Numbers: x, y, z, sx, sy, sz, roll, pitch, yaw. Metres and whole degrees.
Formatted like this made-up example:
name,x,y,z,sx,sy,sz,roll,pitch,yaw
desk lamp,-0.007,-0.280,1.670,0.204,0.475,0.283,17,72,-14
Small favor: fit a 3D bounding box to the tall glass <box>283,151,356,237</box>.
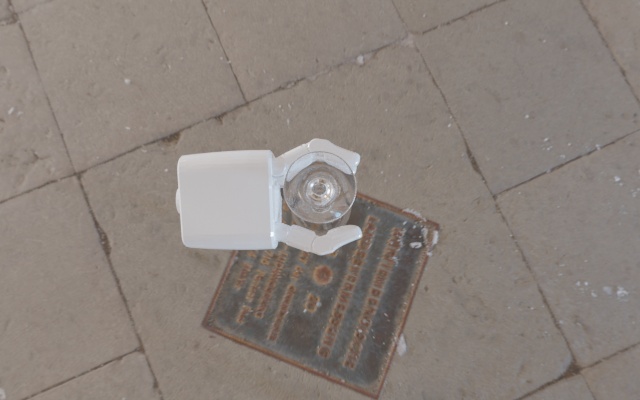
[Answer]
name,x,y,z,sx,sy,sz,roll,pitch,yaw
tall glass,0.000,0.002,0.578,0.079,0.079,0.201,0,-9,1
